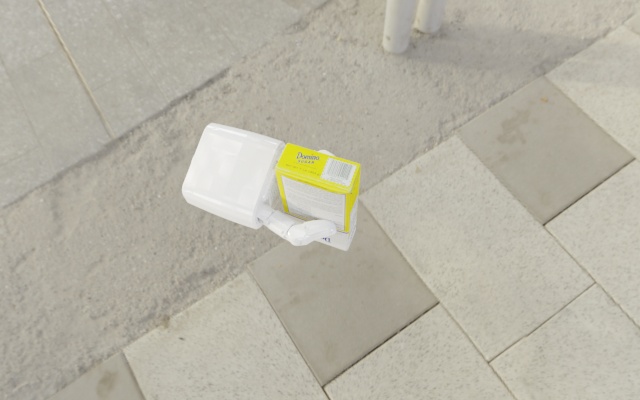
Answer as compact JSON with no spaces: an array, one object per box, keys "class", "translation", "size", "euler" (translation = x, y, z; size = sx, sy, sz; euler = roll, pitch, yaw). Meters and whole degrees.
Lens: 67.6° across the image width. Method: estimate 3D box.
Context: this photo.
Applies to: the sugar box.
[{"class":"sugar box","translation":[0.000,0.001,0.611],"size":[0.093,0.048,0.176],"euler":[18,-23,10]}]
